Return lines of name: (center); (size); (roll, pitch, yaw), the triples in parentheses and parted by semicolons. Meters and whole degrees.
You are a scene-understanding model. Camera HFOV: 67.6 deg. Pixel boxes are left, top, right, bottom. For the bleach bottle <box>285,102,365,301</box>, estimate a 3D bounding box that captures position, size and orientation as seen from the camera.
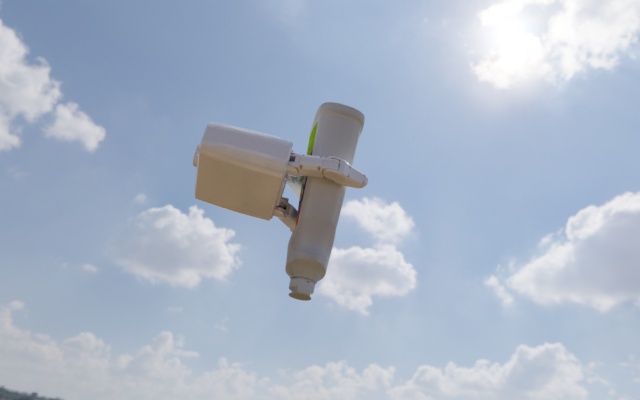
bleach bottle: (0.000, 0.002, 0.616); (0.068, 0.250, 0.103); (15, -28, -6)
